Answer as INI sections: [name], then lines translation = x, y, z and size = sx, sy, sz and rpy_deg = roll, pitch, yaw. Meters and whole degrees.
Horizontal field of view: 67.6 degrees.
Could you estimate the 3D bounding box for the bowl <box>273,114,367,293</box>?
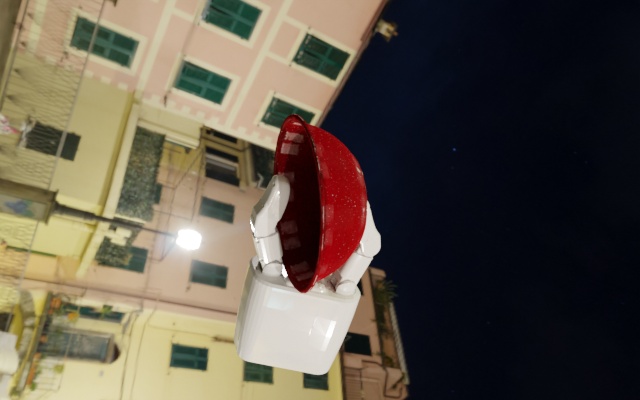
[bowl]
translation = 0.001, 0.000, 0.441
size = 0.055, 0.162, 0.162
rpy_deg = -4, 1, -18
